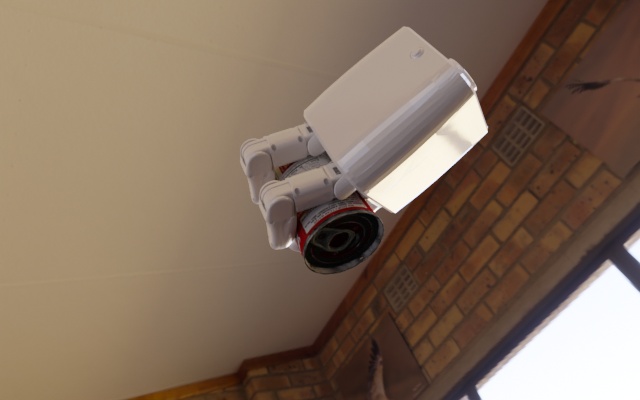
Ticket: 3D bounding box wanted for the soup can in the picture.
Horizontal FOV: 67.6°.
[{"bbox_3d":[0.000,0.001,0.401,0.068,0.068,0.102,0,41,-29],"label":"soup can"}]
